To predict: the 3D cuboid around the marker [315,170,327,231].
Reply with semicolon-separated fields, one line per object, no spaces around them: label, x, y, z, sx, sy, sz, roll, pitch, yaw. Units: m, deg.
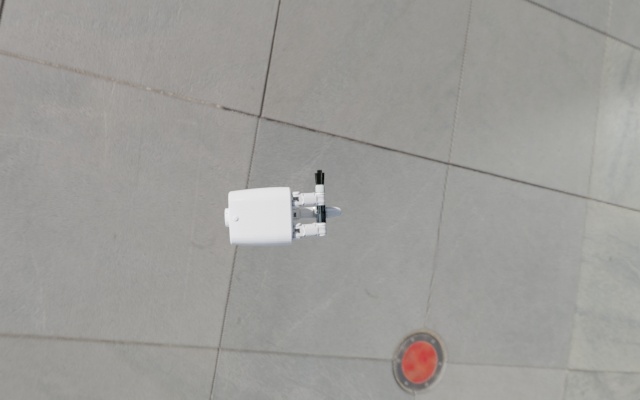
marker;0.000;0.003;0.899;0.020;0.121;0.020;-2;0;0
